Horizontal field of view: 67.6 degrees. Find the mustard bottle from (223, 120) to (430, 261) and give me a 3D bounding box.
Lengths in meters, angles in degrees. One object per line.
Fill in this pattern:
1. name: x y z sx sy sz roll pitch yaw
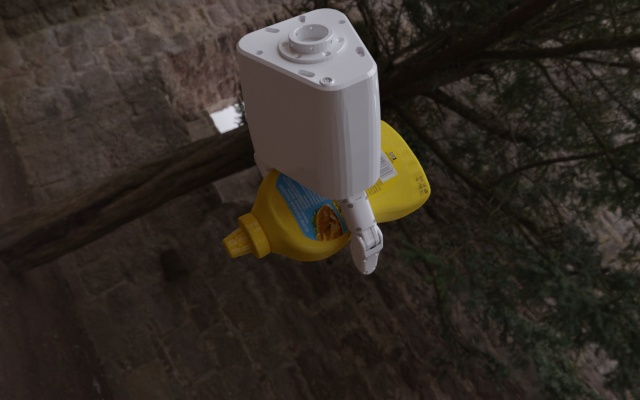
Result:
1. mustard bottle: 0.000 0.002 0.443 0.191 0.096 0.058 -27 -15 -18
